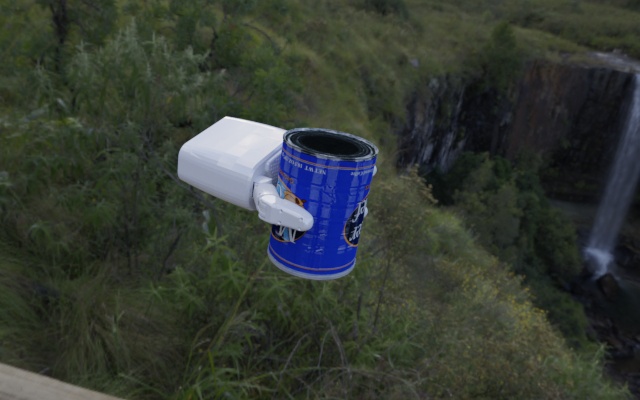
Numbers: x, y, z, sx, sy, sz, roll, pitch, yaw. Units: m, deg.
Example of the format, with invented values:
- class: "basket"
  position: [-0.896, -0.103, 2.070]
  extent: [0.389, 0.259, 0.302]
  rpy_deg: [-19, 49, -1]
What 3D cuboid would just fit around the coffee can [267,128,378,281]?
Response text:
- class: "coffee can"
  position: [0.000, 0.002, 0.529]
  extent: [0.103, 0.140, 0.102]
  rpy_deg: [8, 23, -4]
